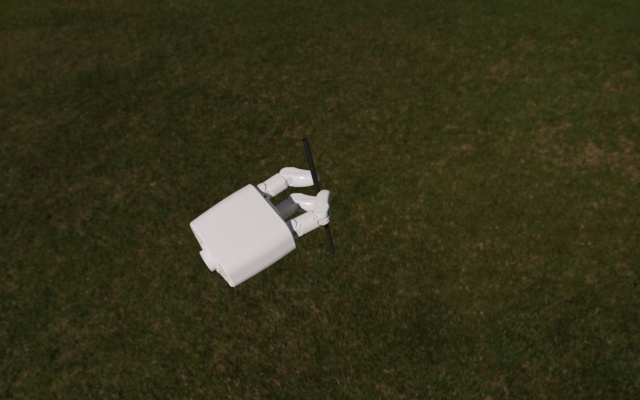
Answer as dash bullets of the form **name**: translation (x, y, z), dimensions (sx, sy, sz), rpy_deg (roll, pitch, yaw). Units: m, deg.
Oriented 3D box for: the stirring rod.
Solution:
- **stirring rod**: translation (0.000, 0.003, 0.733), dimensions (0.011, 0.240, 0.011), rpy_deg (-7, 43, 7)
